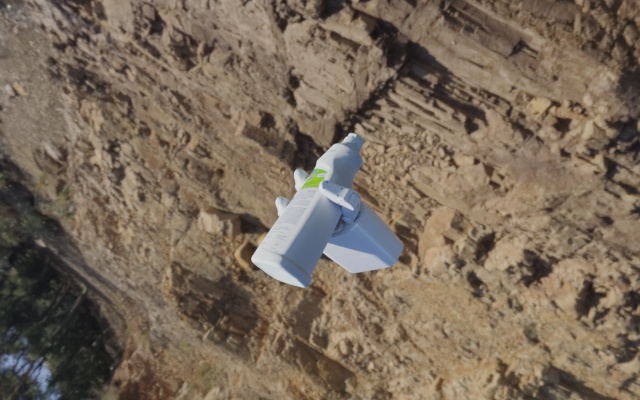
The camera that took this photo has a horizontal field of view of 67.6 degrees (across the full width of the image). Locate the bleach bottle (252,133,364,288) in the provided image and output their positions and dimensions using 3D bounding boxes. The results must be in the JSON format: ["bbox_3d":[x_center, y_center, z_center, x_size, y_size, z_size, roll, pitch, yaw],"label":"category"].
[{"bbox_3d":[0.000,0.002,0.711,0.068,0.250,0.102,42,-22,-28],"label":"bleach bottle"}]
